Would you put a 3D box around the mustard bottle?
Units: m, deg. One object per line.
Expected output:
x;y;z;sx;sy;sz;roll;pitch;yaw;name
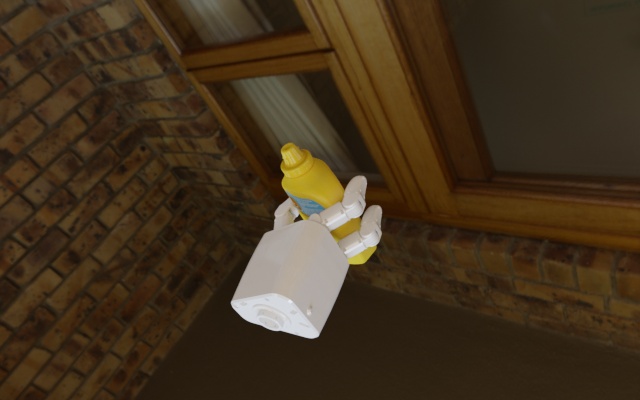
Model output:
0.000;0.002;0.631;0.096;0.058;0.192;22;-29;48;mustard bottle
